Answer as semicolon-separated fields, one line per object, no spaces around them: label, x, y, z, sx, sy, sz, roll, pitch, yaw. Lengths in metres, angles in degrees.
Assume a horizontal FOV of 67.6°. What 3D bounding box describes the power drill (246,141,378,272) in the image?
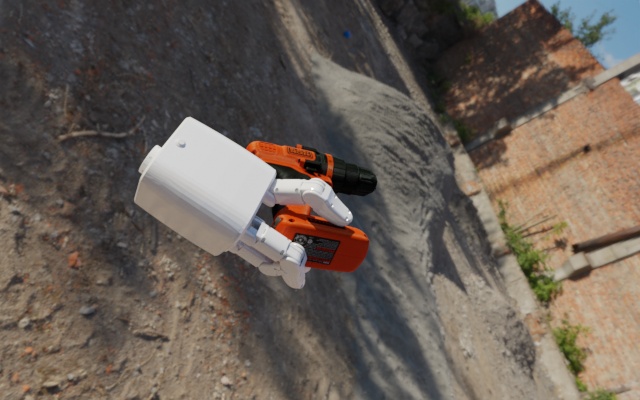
power drill;0.000;0.002;0.575;0.184;0.057;0.187;10;32;-17
